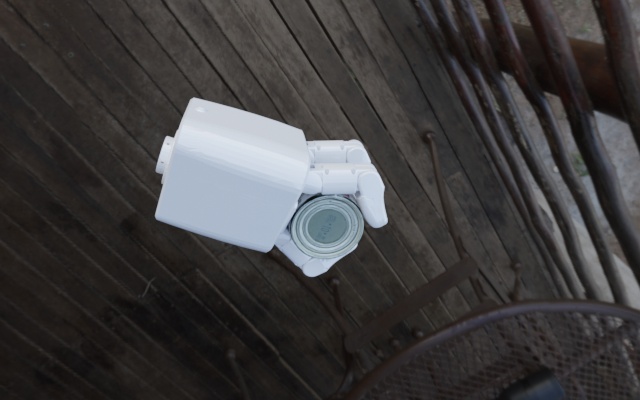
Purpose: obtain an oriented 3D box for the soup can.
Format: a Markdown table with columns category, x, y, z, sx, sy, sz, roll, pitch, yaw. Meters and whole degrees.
| category | x | y | z | sx | sy | sz | roll | pitch | yaw |
| --- | --- | --- | --- | --- | --- | --- | --- | --- | --- |
| soup can | 0.001 | 0.002 | 0.461 | 0.068 | 0.068 | 0.102 | 0 | 27 | -8 |
